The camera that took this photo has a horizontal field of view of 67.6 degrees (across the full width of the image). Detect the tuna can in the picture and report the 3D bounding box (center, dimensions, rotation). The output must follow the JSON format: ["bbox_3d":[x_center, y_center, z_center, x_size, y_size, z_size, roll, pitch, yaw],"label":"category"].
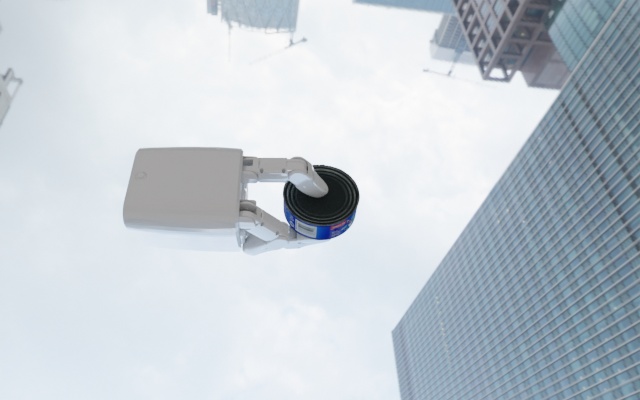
[{"bbox_3d":[0.000,0.002,0.542,0.086,0.086,0.034,0,-37,-4],"label":"tuna can"}]
